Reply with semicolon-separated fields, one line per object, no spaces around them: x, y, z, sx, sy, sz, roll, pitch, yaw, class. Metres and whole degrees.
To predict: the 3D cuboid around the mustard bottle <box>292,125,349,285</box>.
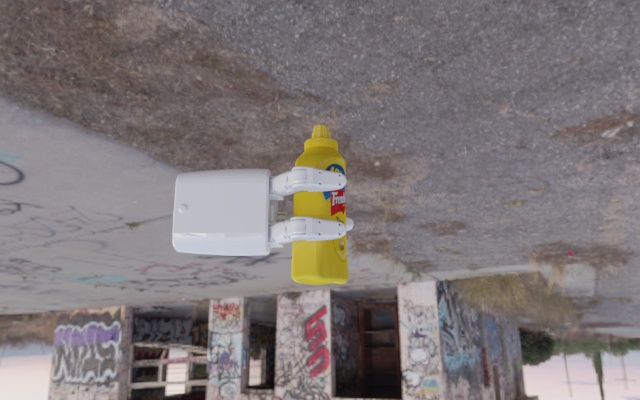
0.000;0.002;0.571;0.058;0.191;0.096;-6;-14;22;mustard bottle
